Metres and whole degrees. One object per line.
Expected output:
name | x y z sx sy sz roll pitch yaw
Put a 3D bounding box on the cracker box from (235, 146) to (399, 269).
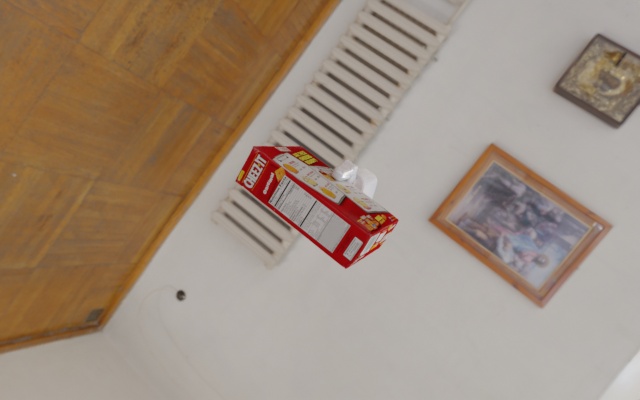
cracker box | 0.000 0.002 0.732 0.213 0.072 0.164 37 18 15
